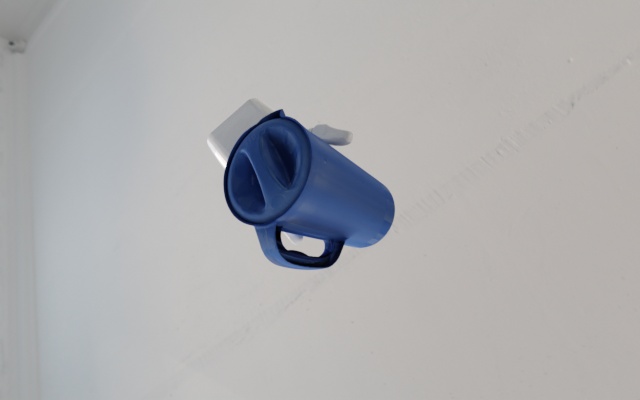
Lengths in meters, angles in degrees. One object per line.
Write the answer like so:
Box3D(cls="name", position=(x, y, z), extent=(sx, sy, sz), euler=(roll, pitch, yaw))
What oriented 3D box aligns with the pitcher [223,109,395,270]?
Box3D(cls="pitcher", position=(0.000, 0.002, 0.633), extent=(0.145, 0.149, 0.243), euler=(42, 12, 37))
